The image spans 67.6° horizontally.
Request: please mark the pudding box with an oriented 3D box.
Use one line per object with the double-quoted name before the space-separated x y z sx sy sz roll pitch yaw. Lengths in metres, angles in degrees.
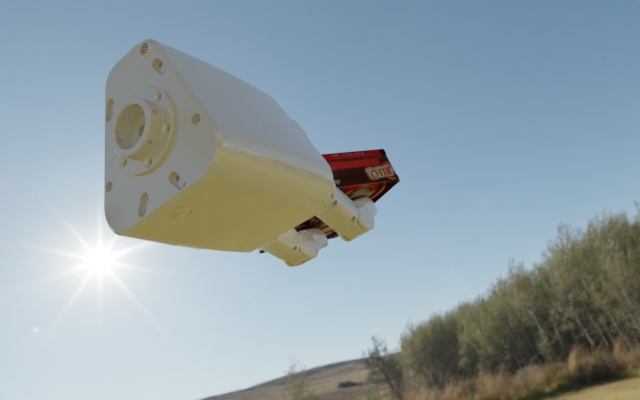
"pudding box" 0.000 0.001 0.415 0.090 0.039 0.113 -8 -23 -34
